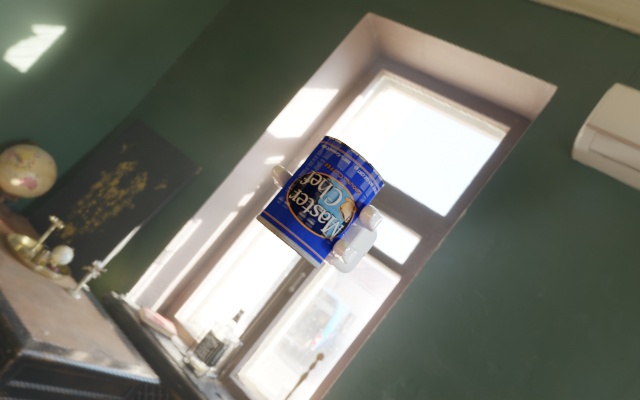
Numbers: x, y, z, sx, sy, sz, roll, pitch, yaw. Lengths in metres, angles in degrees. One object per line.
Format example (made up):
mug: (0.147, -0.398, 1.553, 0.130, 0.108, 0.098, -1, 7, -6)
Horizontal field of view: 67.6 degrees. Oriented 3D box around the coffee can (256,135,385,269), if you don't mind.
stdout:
coffee can: (0.000, 0.002, 0.617, 0.103, 0.140, 0.103, 38, -7, 6)
